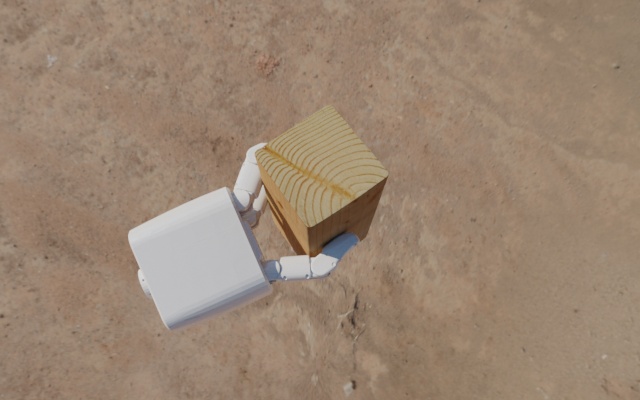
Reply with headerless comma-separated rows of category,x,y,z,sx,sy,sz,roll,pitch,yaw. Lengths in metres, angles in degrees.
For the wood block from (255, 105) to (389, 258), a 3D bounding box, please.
wood block,0.000,0.002,0.520,0.090,0.091,0.206,-34,-16,-11
